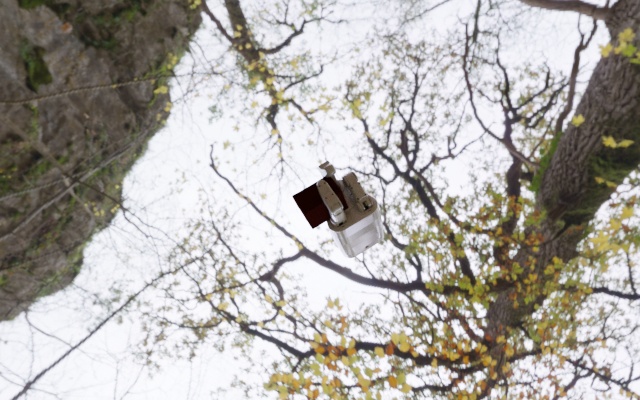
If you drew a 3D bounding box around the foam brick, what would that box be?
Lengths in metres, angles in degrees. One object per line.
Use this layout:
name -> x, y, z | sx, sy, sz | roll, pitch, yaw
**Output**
foam brick -> 0.000, 0.003, 0.840 | 0.078, 0.053, 0.051 | -30, -39, -6
